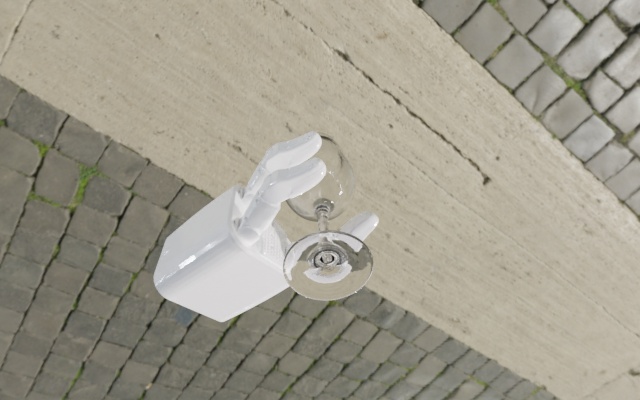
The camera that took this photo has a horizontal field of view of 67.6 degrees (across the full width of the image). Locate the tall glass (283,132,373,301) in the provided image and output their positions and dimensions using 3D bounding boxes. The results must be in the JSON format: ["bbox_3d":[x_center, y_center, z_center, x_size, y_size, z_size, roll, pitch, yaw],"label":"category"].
[{"bbox_3d":[0.000,0.002,0.472,0.079,0.079,0.201,0,33,-4],"label":"tall glass"}]
